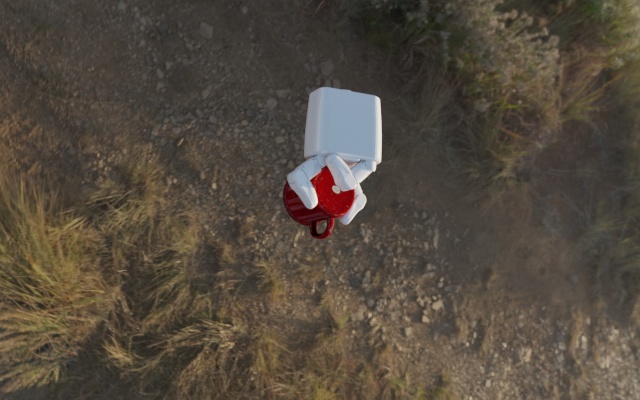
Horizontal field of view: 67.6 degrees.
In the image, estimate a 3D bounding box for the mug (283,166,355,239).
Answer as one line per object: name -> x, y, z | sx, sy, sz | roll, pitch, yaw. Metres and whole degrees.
mug -> 0.000, 0.004, 0.756 | 0.093, 0.117, 0.081 | 7, -12, -34
